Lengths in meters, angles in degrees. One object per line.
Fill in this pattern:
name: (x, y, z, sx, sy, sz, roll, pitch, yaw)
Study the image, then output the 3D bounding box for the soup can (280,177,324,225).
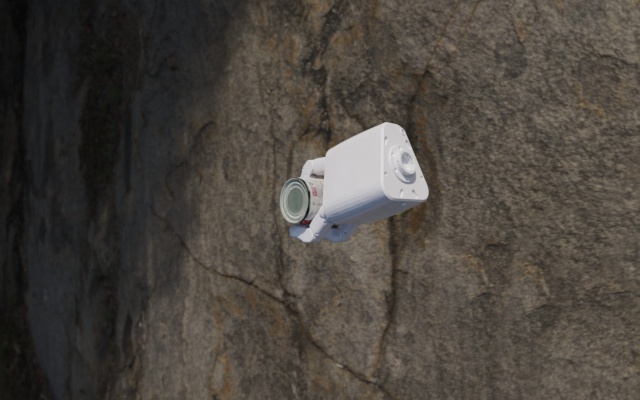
soup can: (0.000, 0.002, 0.701, 0.102, 0.068, 0.068, 2, -2, -42)
